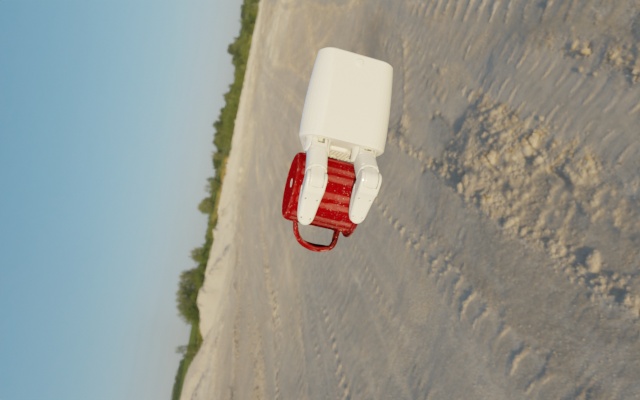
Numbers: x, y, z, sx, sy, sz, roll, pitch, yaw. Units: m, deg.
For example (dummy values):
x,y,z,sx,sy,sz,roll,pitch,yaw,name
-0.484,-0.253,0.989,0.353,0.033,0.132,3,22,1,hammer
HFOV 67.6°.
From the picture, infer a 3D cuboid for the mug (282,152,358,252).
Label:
x,y,z,sx,sy,sz,roll,pitch,yaw,name
0.000,0.003,0.563,0.081,0.117,0.093,13,-11,-12,mug
